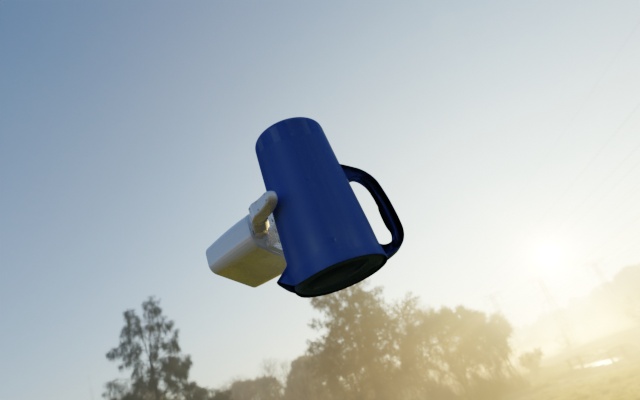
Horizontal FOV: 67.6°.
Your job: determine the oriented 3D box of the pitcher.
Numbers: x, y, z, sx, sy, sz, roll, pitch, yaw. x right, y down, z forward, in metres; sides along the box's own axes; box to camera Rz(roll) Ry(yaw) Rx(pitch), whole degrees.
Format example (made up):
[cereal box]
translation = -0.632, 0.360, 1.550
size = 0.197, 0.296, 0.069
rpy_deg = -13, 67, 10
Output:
[pitcher]
translation = 0.000, 0.002, 0.680
size = 0.145, 0.242, 0.149
rpy_deg = -36, -28, 31
